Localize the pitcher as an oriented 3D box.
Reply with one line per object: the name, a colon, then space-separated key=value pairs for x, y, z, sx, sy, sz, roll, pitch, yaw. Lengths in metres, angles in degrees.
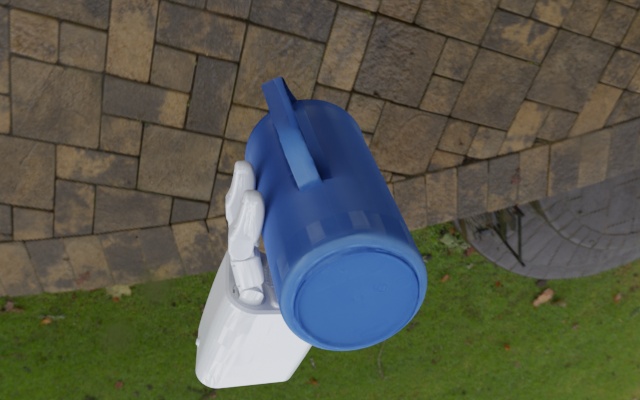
pitcher: x=0.000 y=0.002 z=0.425 sx=0.149 sy=0.145 sz=0.242 roll=18 pitch=25 yaw=-21
